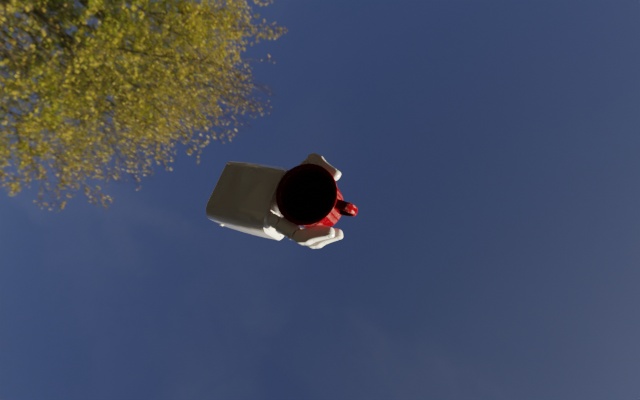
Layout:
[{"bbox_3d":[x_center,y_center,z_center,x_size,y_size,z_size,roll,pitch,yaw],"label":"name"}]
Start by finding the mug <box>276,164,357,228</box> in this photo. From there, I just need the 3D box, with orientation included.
[{"bbox_3d":[0.002,0.003,0.725,0.117,0.093,0.081,12,-10,17],"label":"mug"}]
